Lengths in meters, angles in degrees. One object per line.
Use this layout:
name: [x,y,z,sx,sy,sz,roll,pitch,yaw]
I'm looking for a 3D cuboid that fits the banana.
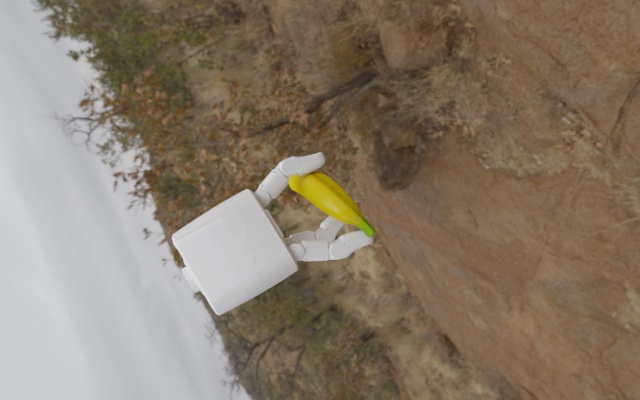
banana: [-0.005,-0.011,0.617,0.037,0.070,0.197,-35,34,-12]
